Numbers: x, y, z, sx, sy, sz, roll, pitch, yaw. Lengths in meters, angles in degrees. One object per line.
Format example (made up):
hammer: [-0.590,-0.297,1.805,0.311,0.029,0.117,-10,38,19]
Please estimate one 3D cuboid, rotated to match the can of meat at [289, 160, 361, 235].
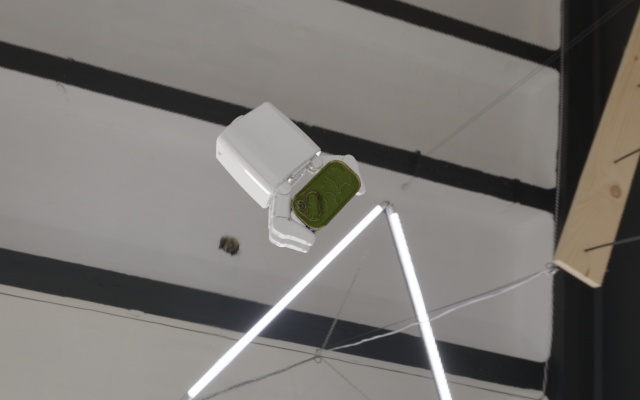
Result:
can of meat: [0.000,0.002,0.673,0.102,0.057,0.084,-46,-2,-20]
